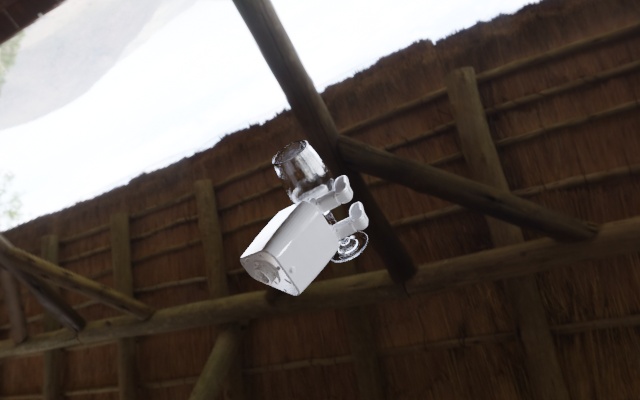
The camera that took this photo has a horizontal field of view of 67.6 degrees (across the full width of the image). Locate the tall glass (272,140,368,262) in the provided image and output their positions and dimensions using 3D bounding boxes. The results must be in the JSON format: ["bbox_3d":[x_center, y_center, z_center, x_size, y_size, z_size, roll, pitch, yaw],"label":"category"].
[{"bbox_3d":[0.000,0.003,0.767,0.079,0.201,0.079,-25,26,13],"label":"tall glass"}]
